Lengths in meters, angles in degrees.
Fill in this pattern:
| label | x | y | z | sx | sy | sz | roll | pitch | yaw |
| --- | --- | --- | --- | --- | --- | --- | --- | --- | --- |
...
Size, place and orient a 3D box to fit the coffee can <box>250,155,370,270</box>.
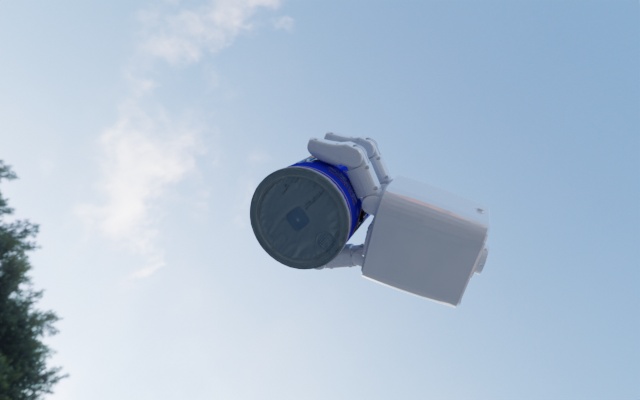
| label | x | y | z | sx | sy | sz | roll | pitch | yaw |
| --- | --- | --- | --- | --- | --- | --- | --- | --- | --- |
| coffee can | 0.000 | 0.002 | 0.520 | 0.103 | 0.103 | 0.140 | 0 | 14 | 19 |
